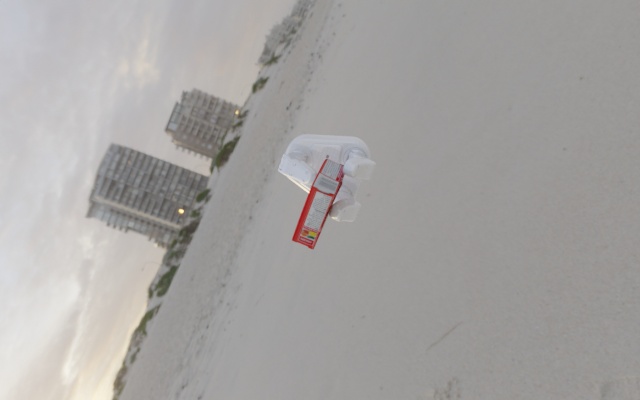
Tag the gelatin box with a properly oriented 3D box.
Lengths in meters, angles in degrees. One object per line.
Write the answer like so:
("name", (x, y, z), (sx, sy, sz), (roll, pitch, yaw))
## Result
("gelatin box", (0.000, 0.002, 0.546), (0.030, 0.073, 0.089), (22, 27, 1))
